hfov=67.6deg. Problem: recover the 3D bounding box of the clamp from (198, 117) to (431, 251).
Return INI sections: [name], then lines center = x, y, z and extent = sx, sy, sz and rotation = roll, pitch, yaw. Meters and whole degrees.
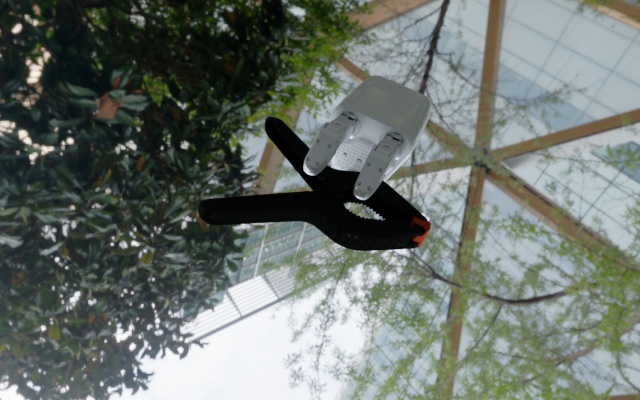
[clamp]
center = 0.000, 0.002, 0.464
extent = 0.210, 0.036, 0.164
rotation = 26, 46, 9
